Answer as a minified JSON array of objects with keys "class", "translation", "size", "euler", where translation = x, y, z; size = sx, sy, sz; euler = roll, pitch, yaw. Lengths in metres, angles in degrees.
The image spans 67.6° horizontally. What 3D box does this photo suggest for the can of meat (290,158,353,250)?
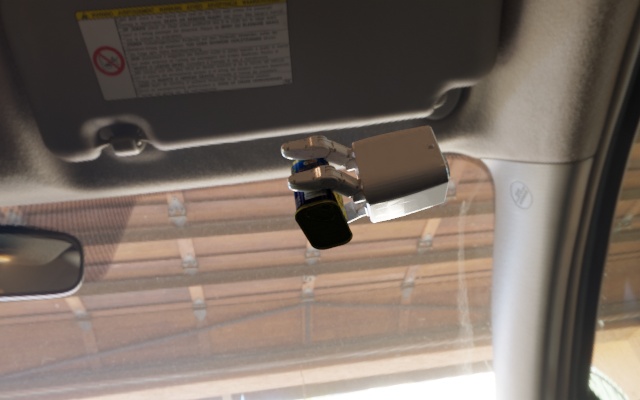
[{"class":"can of meat","translation":[0.000,0.002,0.627],"size":[0.057,0.084,0.102],"euler":[-16,-38,9]}]
